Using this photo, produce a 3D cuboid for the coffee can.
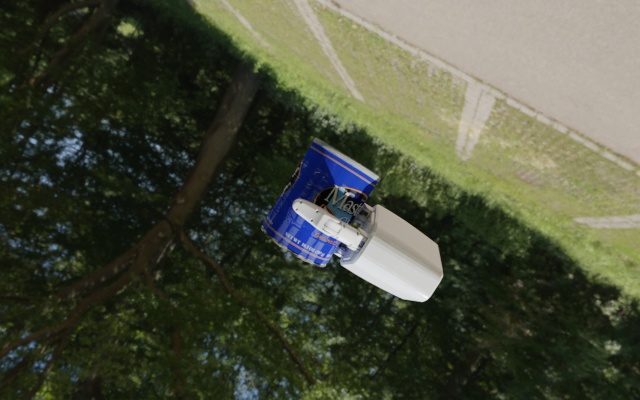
[{"bbox_3d":[0.000,0.002,0.638,0.103,0.140,0.103,32,5,-3],"label":"coffee can"}]
